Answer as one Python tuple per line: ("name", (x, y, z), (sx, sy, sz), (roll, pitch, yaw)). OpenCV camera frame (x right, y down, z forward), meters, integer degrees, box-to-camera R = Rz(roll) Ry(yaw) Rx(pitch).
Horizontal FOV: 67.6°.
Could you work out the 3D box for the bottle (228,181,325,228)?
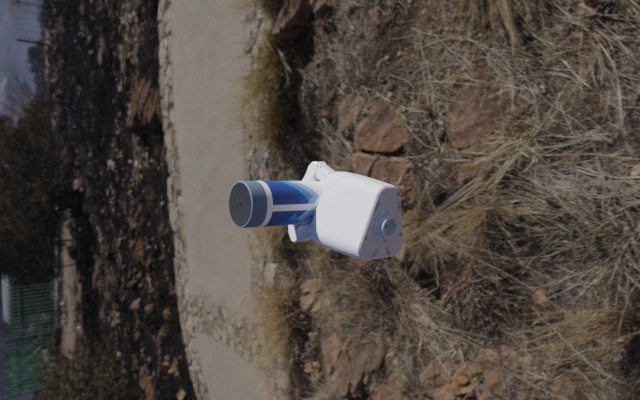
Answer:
("bottle", (0.000, 0.002, 0.761), (0.296, 0.069, 0.069), (-2, 1, -40))
